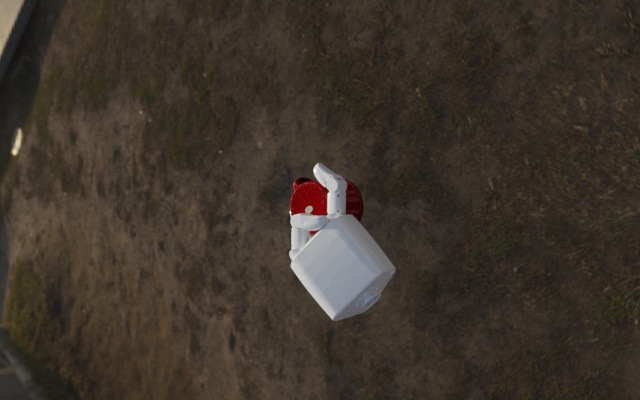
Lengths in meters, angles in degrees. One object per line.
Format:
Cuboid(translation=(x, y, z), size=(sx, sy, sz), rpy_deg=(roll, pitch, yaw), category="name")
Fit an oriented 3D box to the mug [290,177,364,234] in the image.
Cuboid(translation=(-0.001, 0.001, 0.758), size=(0.081, 0.093, 0.117), rpy_deg=(-1, 43, -50), category="mug")
